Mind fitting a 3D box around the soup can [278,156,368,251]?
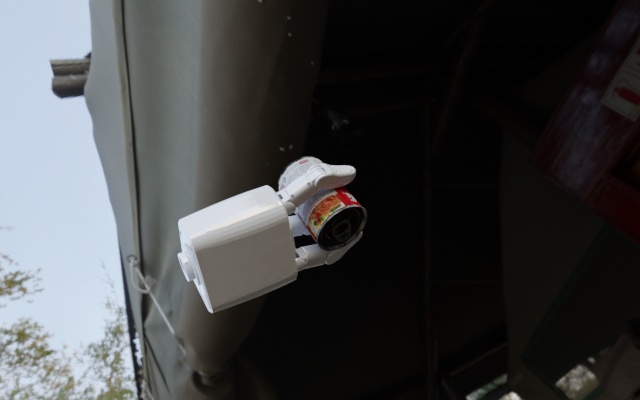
[{"bbox_3d":[0.000,0.001,0.575,0.068,0.068,0.102,0,38,-40],"label":"soup can"}]
